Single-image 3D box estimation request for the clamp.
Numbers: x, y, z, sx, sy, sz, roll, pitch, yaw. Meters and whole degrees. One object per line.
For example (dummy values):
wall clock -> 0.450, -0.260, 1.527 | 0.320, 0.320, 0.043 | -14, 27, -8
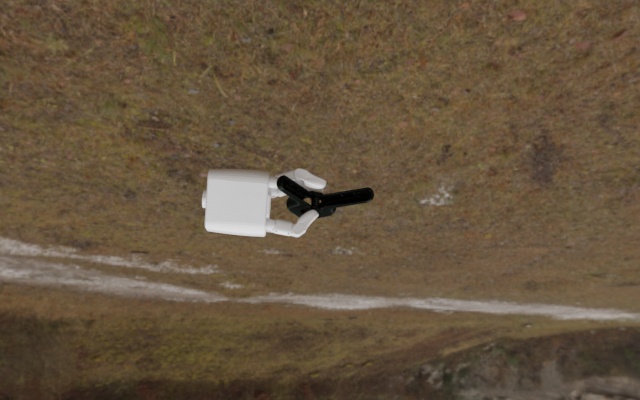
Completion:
clamp -> 0.000, 0.004, 0.870 | 0.164, 0.036, 0.210 | 7, -16, -5
